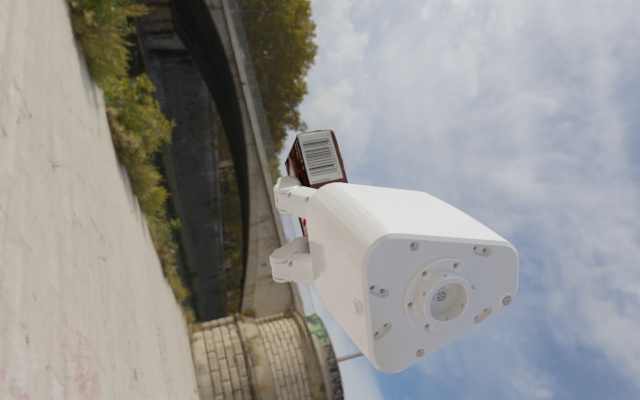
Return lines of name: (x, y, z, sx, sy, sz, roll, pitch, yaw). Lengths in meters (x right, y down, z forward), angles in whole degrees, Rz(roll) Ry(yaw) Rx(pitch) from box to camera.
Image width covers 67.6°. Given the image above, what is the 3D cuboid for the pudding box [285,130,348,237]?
pudding box: (0.000, 0.001, 0.447, 0.039, 0.113, 0.090, -10, -10, -14)
